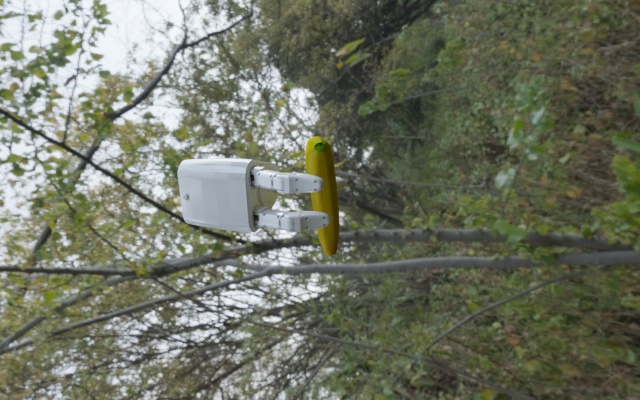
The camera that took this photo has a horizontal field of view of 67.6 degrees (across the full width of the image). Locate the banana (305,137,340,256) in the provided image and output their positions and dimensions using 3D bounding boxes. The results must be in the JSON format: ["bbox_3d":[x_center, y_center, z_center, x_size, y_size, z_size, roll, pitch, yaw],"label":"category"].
[{"bbox_3d":[0.002,-0.013,0.642,0.037,0.198,0.069,0,42,10],"label":"banana"}]
